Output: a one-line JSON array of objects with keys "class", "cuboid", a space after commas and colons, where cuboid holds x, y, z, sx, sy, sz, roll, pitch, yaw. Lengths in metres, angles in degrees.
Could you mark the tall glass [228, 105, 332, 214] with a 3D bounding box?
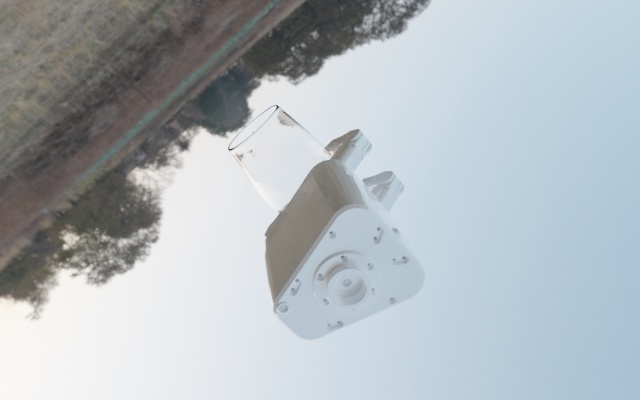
[{"class": "tall glass", "cuboid": [0.000, 0.002, 0.473, 0.201, 0.079, 0.079, 48, -21, -20]}]
